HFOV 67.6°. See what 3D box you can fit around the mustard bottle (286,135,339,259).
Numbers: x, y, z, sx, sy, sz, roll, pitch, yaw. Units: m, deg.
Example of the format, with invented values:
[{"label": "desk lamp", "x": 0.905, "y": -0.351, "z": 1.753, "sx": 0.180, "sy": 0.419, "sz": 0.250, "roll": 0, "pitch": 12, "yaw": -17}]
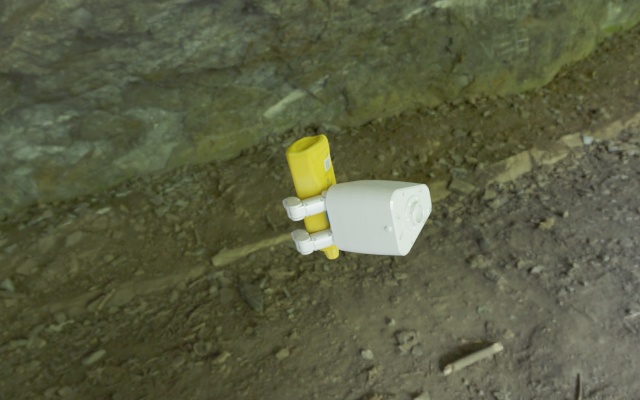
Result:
[{"label": "mustard bottle", "x": 0.000, "y": 0.002, "z": 0.732, "sx": 0.058, "sy": 0.192, "sz": 0.096, "roll": -8, "pitch": 21, "yaw": 16}]
